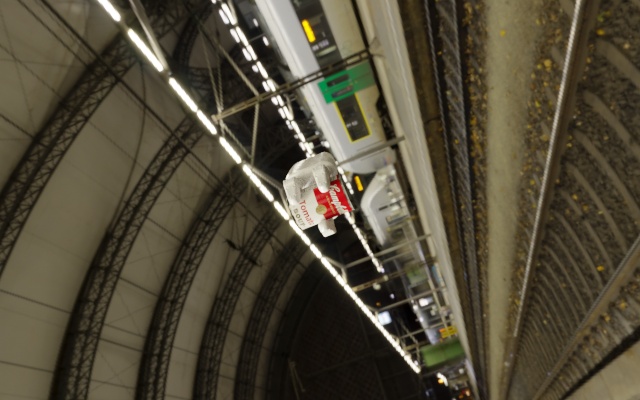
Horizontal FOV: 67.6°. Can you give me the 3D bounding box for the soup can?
[{"bbox_3d":[0.000,0.003,0.829,0.102,0.068,0.068,-22,-3,8],"label":"soup can"}]
